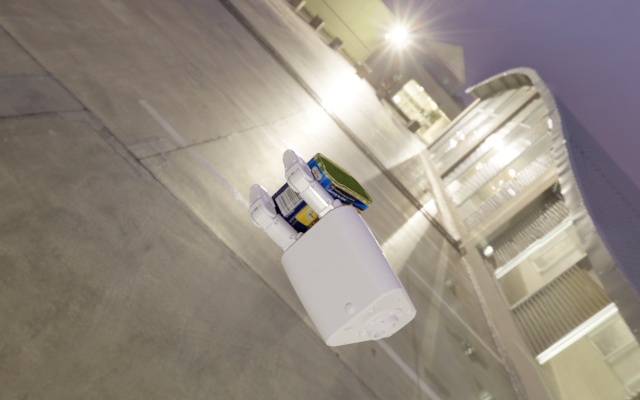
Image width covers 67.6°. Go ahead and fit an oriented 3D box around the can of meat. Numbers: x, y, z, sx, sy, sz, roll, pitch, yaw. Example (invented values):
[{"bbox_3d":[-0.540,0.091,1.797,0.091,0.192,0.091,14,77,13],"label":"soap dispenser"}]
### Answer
[{"bbox_3d":[0.000,0.002,0.556,0.084,0.057,0.102,-42,-38,16],"label":"can of meat"}]
